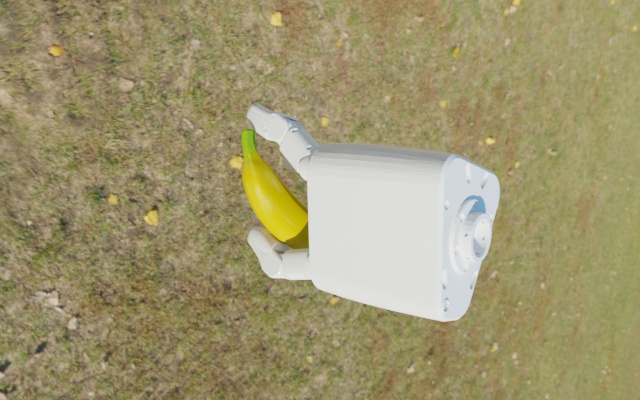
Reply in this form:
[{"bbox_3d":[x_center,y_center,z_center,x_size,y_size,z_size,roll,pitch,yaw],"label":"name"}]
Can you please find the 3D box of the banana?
[{"bbox_3d":[-0.009,0.016,0.440,0.037,0.069,0.198,4,-26,41],"label":"banana"}]
